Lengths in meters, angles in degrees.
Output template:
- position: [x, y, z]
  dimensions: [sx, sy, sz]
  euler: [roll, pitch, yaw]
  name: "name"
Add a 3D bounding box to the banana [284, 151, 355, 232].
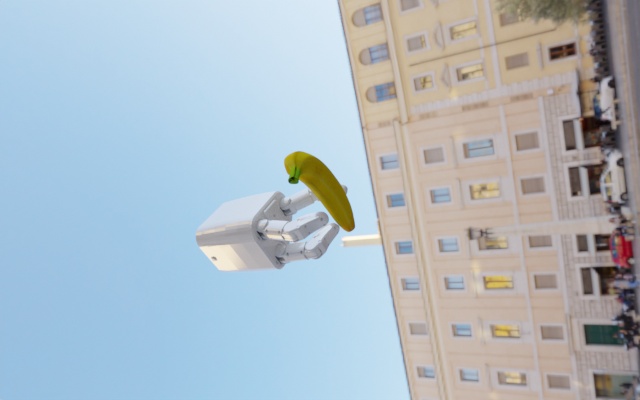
- position: [-0.002, -0.016, 0.628]
  dimensions: [0.037, 0.069, 0.198]
  euler: [-11, -25, 23]
  name: "banana"
